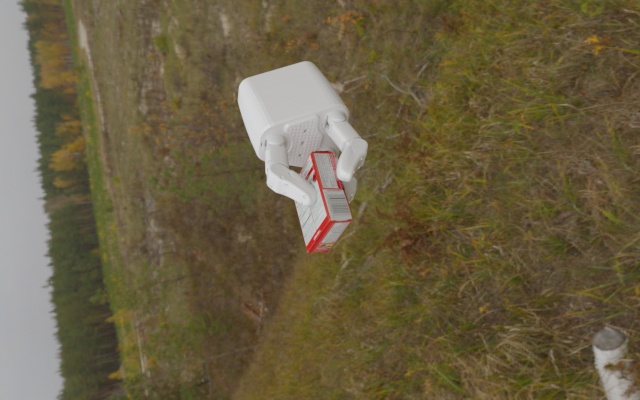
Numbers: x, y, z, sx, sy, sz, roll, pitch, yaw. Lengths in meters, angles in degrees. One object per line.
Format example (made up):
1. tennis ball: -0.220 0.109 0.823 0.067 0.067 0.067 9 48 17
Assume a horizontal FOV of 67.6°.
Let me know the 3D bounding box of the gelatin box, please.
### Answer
1. gelatin box: 0.000 0.002 0.521 0.030 0.089 0.073 -1 -31 -24
